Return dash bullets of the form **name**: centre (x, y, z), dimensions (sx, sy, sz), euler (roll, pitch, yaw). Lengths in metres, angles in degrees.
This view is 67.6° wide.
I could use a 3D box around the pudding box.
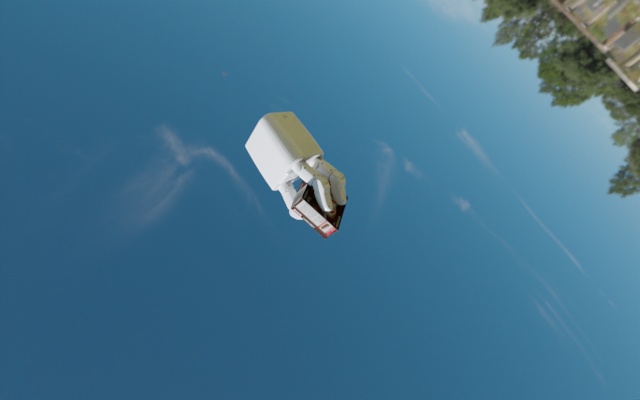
- **pudding box**: centre (0.000, 0.003, 0.871), dimensions (0.039, 0.090, 0.113), euler (-39, 17, 34)
